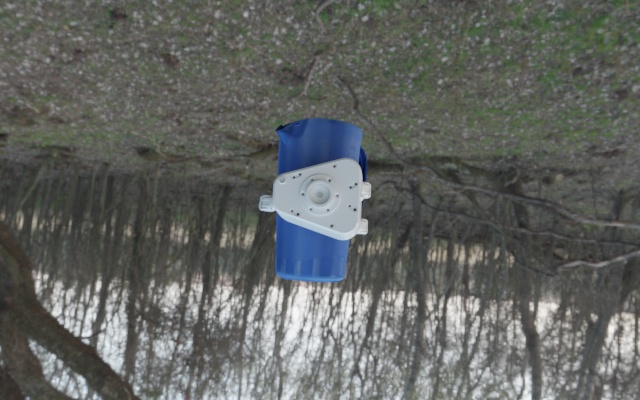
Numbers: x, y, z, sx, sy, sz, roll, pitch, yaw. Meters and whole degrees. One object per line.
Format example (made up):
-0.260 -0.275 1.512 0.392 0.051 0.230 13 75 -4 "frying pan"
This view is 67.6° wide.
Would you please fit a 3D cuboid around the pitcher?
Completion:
0.000 0.002 0.752 0.149 0.243 0.145 4 -6 1 "pitcher"
